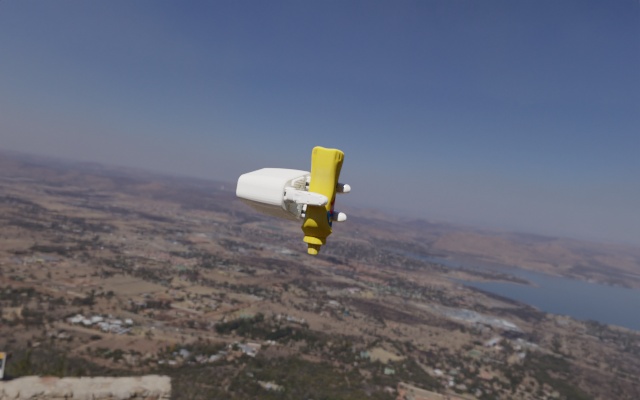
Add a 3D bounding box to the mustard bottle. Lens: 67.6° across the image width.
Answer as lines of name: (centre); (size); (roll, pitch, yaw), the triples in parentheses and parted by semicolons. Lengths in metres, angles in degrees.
mustard bottle: (0.001, 0.003, 0.866); (0.058, 0.191, 0.096); (9, 1, 3)
